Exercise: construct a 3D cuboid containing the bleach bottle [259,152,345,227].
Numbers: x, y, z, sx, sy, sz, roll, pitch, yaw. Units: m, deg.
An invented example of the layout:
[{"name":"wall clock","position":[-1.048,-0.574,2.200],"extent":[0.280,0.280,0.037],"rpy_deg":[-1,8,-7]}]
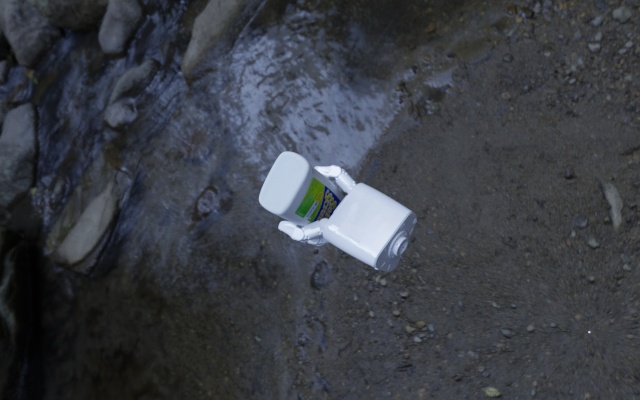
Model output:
[{"name":"bleach bottle","position":[0.000,0.003,0.836],"extent":[0.068,0.102,0.251],"rpy_deg":[29,2,32]}]
